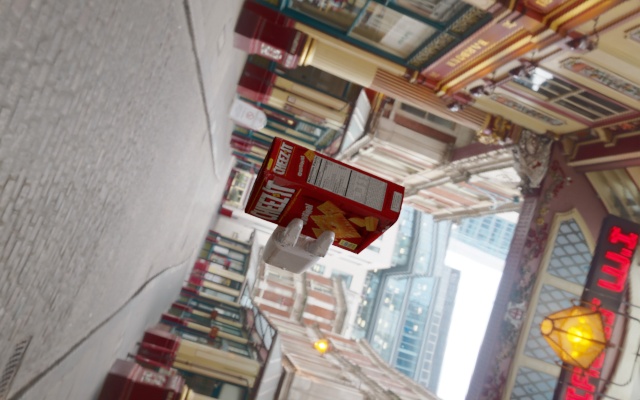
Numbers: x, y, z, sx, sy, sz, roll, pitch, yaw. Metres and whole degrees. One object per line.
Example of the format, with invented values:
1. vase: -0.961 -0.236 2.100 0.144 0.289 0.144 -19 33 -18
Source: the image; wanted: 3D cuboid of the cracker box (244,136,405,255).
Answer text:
1. cracker box: 0.000 0.002 0.758 0.214 0.072 0.164 20 -29 -10
